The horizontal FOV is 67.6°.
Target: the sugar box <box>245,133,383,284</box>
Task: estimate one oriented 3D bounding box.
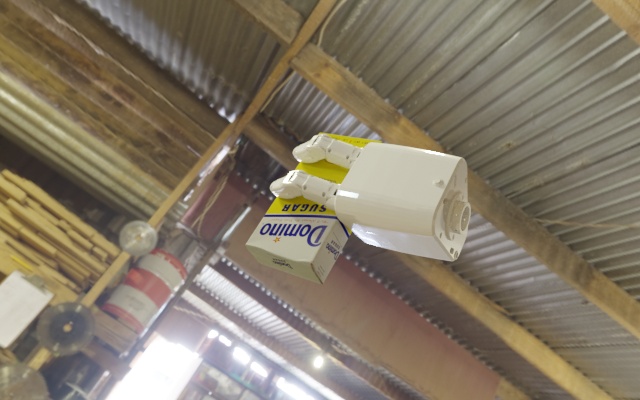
[{"bbox_3d":[0.000,0.001,0.548,0.093,0.176,0.048,12,-34,33],"label":"sugar box"}]
